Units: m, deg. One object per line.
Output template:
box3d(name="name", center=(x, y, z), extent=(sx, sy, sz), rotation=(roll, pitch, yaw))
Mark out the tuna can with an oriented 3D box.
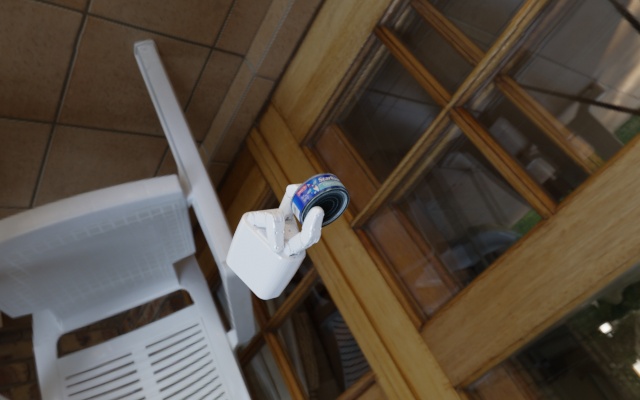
box3d(name="tuna can", center=(0.000, 0.003, 0.714), extent=(0.086, 0.086, 0.033), rotation=(0, 41, -41))
